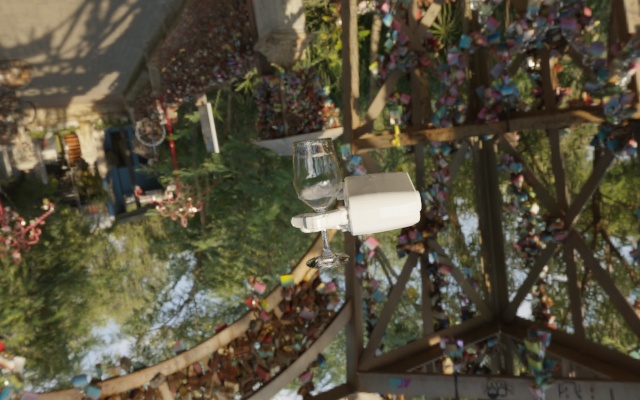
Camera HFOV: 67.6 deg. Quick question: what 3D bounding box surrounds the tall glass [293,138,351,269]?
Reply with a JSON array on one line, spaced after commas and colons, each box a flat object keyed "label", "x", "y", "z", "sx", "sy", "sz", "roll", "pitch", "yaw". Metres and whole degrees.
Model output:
[{"label": "tall glass", "x": 0.000, "y": 0.003, "z": 0.766, "sx": 0.079, "sy": 0.201, "sz": 0.079, "roll": -8, "pitch": 10, "yaw": 1}]
